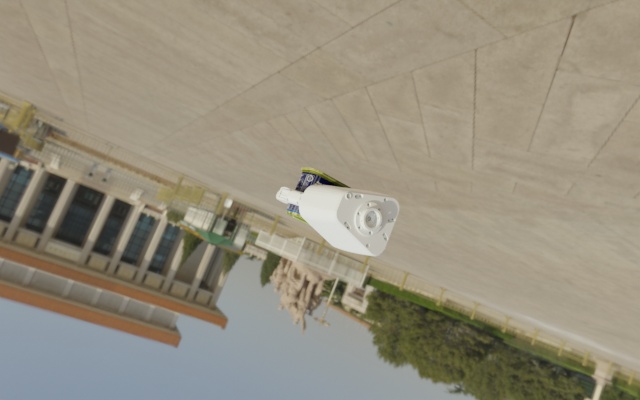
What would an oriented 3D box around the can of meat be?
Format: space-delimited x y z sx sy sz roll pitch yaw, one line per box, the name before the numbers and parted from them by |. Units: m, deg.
can of meat | 0.000 0.003 0.813 0.102 0.084 0.057 27 -9 -31
